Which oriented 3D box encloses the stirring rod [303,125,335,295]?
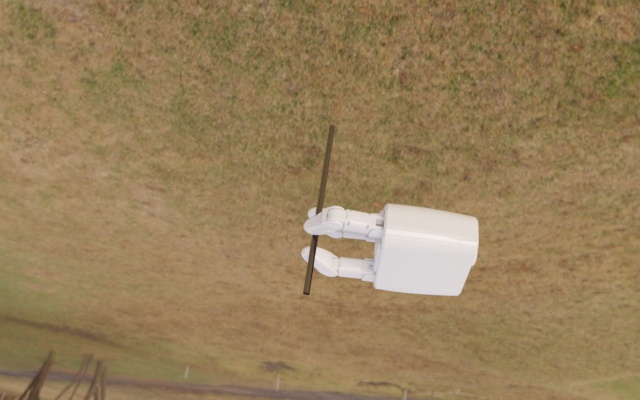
[{"bbox_3d":[0.000,0.002,0.600,0.011,0.239,0.011,7,-29,4],"label":"stirring rod"}]
